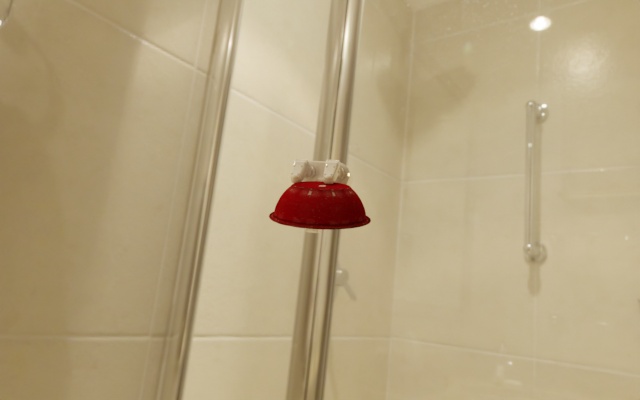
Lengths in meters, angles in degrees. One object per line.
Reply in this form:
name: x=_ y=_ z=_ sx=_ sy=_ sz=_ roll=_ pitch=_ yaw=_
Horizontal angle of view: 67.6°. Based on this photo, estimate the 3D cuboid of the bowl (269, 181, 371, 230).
bowl: x=0.000 y=0.002 z=0.753 sx=0.162 sy=0.055 sz=0.162 roll=2 pitch=10 yaw=0
